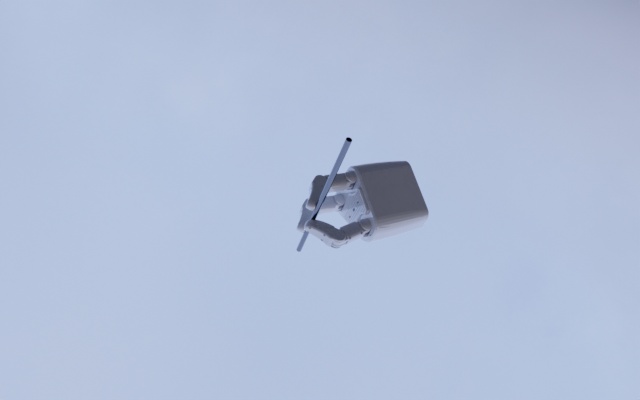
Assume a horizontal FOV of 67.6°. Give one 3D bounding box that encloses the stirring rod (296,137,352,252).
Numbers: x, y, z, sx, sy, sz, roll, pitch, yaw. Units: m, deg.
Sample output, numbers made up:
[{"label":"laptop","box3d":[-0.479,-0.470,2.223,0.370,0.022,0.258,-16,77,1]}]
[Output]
[{"label":"stirring rod","box3d":[0.000,0.002,0.654,0.011,0.011,0.240,0,-38,-21]}]
